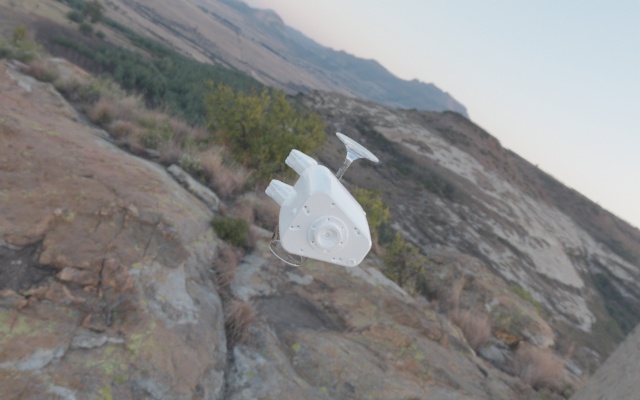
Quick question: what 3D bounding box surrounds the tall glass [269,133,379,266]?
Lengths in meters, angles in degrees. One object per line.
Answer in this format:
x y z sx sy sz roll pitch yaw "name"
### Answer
0.001 0.002 0.717 0.079 0.201 0.079 32 15 -9 "tall glass"
